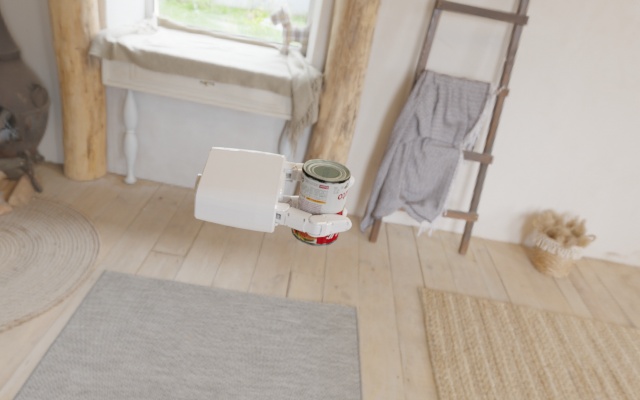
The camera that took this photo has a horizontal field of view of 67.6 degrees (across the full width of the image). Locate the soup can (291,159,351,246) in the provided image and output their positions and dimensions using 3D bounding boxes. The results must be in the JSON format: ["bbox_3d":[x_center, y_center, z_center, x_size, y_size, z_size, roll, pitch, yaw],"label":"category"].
[{"bbox_3d":[0.001,0.002,0.656,0.068,0.102,0.068,8,29,-5],"label":"soup can"}]
